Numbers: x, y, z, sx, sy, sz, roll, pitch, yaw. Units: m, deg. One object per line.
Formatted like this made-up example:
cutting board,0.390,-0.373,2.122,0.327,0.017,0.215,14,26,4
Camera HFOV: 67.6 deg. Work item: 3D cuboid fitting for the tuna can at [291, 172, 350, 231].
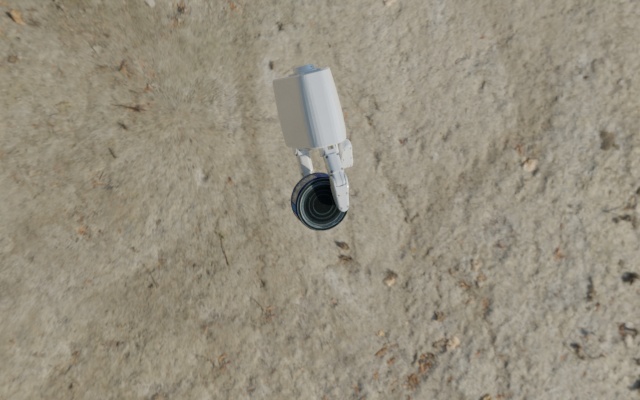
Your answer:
tuna can,0.000,0.003,0.724,0.086,0.086,0.033,0,15,-18
